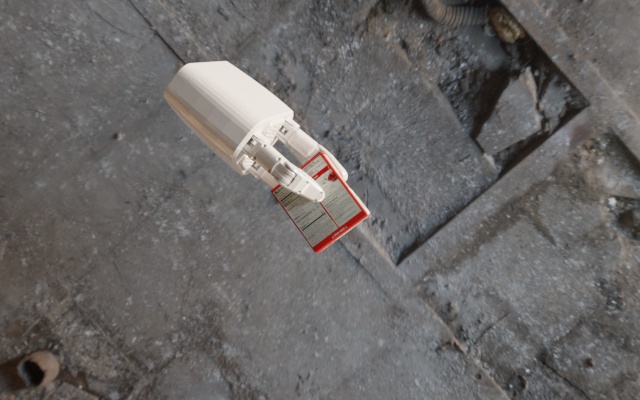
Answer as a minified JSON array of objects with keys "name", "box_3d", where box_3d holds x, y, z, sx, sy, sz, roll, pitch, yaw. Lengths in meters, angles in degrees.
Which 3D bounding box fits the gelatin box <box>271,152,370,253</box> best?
[{"name":"gelatin box","box_3d":[0.000,0.002,0.532,0.073,0.089,0.030,-38,-6,10]}]
